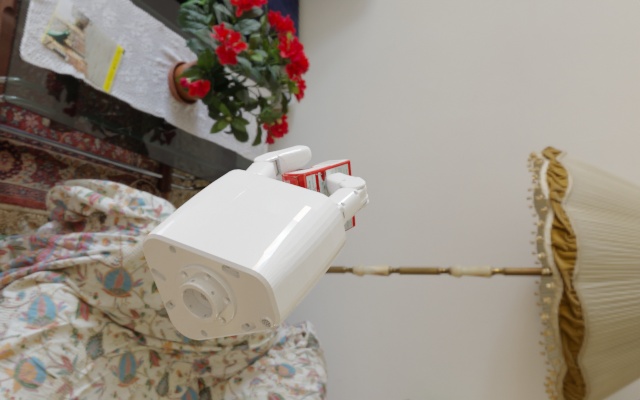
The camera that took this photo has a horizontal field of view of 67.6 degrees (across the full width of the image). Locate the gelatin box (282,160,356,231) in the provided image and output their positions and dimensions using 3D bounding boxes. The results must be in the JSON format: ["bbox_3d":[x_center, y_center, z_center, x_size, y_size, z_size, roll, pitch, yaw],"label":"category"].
[{"bbox_3d":[0.001,0.001,0.480,0.030,0.073,0.089,2,14,34],"label":"gelatin box"}]
